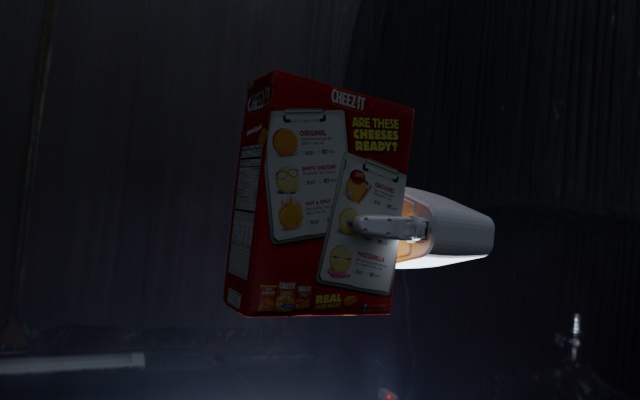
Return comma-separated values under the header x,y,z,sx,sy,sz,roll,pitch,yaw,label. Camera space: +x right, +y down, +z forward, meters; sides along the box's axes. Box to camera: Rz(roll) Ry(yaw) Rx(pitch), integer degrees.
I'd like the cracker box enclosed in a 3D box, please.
x,y,z,sx,sy,sz,roll,pitch,yaw,label
0.000,0.002,0.470,0.164,0.213,0.072,7,-2,-32,cracker box
